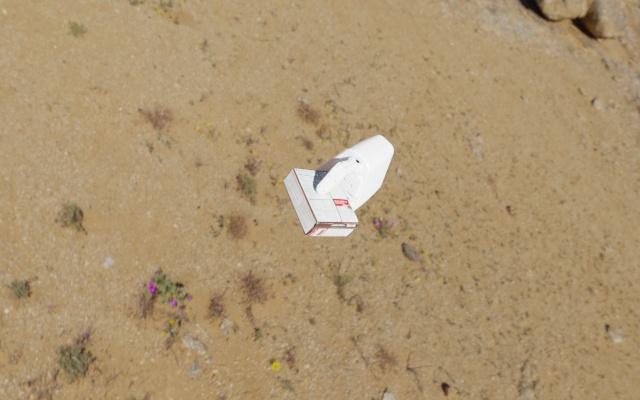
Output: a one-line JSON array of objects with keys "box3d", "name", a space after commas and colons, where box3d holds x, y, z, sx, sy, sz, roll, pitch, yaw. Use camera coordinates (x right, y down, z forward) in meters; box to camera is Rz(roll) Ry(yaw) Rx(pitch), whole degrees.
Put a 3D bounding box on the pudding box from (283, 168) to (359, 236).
[{"box3d": [0.000, 0.002, 0.763, 0.090, 0.113, 0.039, 2, -41, -38], "name": "pudding box"}]
